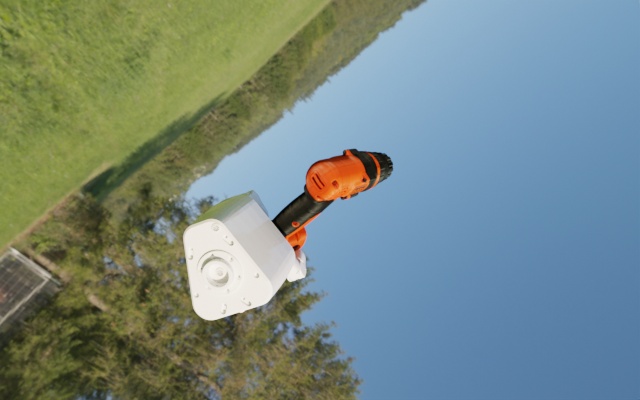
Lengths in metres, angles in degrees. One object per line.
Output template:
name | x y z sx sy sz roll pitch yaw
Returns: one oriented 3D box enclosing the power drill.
power drill | 0.000 0.002 0.637 0.188 0.057 0.184 -43 -15 30
